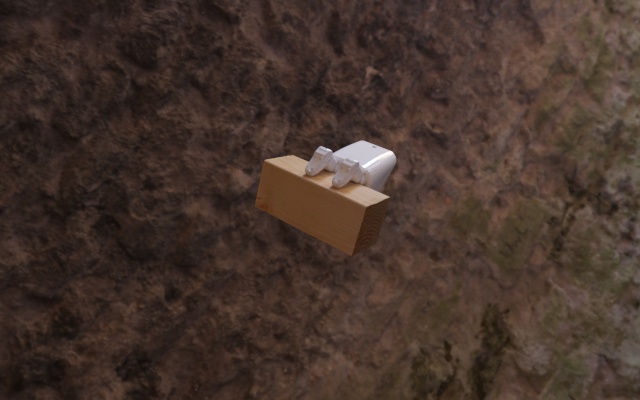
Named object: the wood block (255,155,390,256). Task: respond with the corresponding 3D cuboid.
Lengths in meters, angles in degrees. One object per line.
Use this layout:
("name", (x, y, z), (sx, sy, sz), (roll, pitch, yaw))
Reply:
("wood block", (0.000, 0.003, 0.818), (0.206, 0.091, 0.090), (25, 23, 27))
